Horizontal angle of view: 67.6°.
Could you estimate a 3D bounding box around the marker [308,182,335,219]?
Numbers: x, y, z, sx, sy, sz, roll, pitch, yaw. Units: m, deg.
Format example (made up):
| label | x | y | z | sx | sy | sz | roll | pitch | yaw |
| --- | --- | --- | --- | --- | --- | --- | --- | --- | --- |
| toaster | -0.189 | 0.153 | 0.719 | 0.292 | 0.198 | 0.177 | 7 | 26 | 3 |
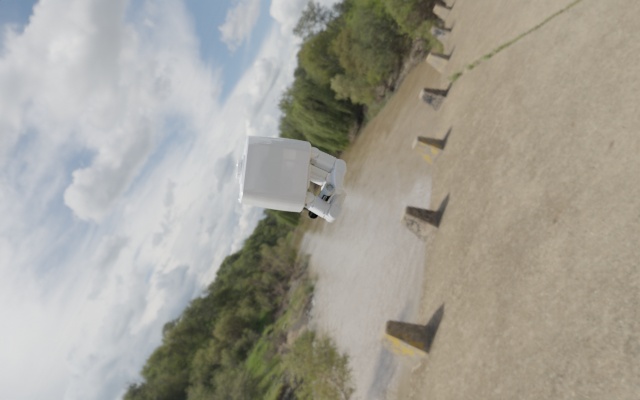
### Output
| label | x | y | z | sx | sy | sz | roll | pitch | yaw |
| --- | --- | --- | --- | --- | --- | --- | --- | --- | --- |
| marker | 0.000 | 0.003 | 0.823 | 0.020 | 0.020 | 0.121 | 0 | -24 | -16 |
